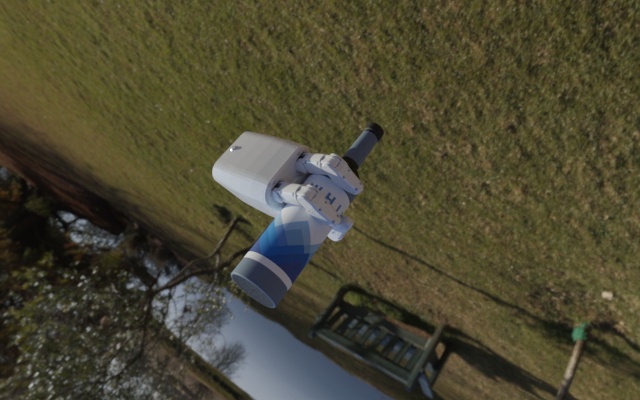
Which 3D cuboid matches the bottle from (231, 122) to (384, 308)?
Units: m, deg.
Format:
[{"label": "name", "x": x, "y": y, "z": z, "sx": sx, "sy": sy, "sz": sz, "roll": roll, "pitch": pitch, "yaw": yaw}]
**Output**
[{"label": "bottle", "x": 0.000, "y": 0.002, "z": 0.629, "sx": 0.069, "sy": 0.295, "sz": 0.069, "roll": 29, "pitch": -27, "yaw": 16}]
